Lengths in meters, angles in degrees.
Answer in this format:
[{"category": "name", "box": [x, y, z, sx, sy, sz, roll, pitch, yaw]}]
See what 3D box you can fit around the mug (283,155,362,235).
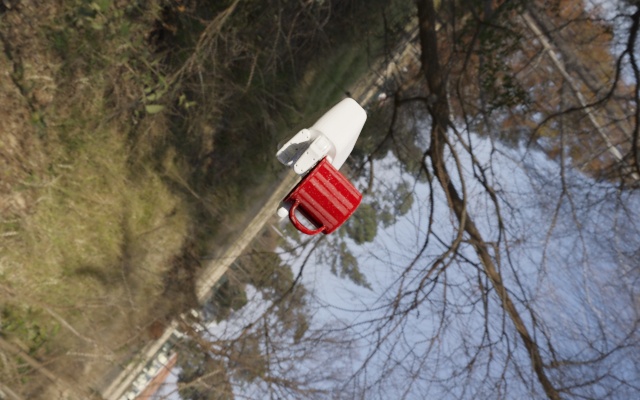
[{"category": "mug", "box": [0.000, 0.003, 0.686, 0.093, 0.081, 0.117, -39, 9, 50]}]
